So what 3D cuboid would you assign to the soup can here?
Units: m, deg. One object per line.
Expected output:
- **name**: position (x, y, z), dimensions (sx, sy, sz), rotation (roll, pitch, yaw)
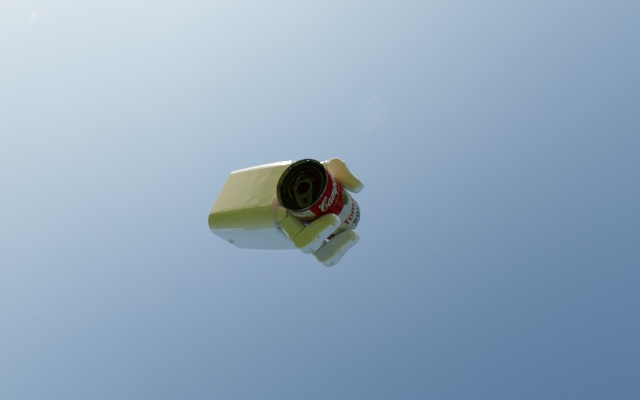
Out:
- **soup can**: position (0.001, 0.002, 0.594), dimensions (0.068, 0.068, 0.102), rotation (0, -25, 30)
